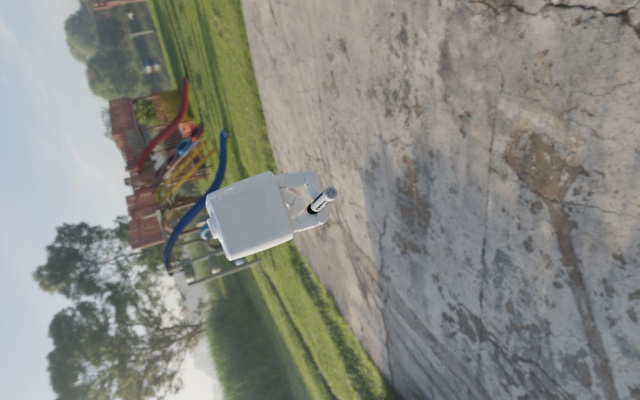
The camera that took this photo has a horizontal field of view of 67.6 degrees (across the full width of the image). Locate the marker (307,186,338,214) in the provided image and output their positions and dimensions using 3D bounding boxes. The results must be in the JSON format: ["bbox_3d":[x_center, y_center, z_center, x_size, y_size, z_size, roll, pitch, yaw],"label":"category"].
[{"bbox_3d":[0.000,0.002,0.720,0.020,0.020,0.121,0,-12,-15],"label":"marker"}]
